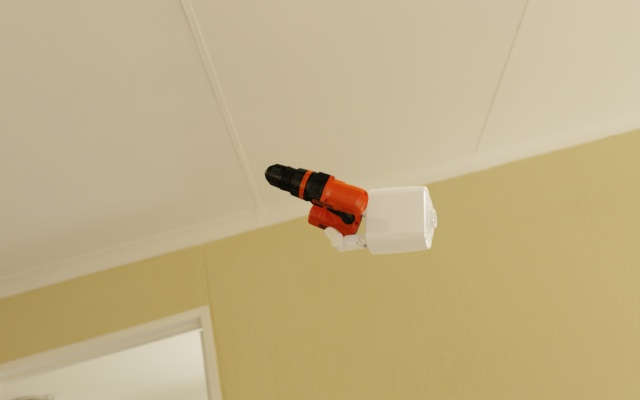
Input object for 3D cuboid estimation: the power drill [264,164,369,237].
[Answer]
[{"bbox_3d":[0.000,0.003,0.864,0.184,0.057,0.188,20,-14,15],"label":"power drill"}]
